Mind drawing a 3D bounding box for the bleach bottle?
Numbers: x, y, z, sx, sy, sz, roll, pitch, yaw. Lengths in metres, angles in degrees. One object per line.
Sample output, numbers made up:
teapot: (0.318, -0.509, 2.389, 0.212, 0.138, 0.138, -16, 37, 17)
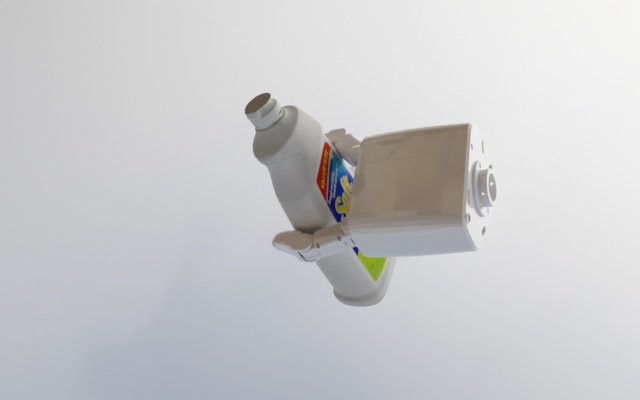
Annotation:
bleach bottle: (0.000, 0.002, 0.493, 0.068, 0.102, 0.251, -4, -43, 35)
